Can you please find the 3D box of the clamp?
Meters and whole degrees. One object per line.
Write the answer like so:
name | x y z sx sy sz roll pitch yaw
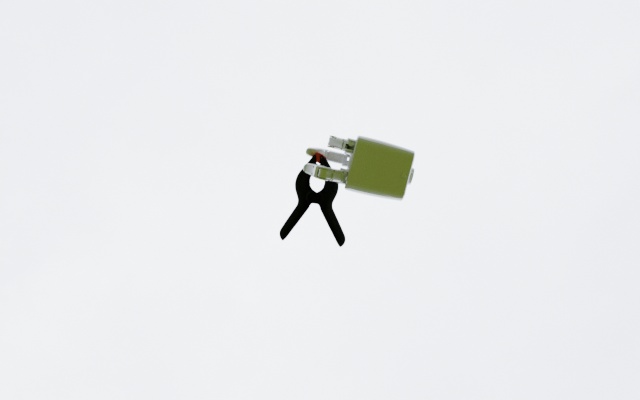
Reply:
clamp | 0.000 0.003 0.861 0.120 0.171 0.039 14 7 2
